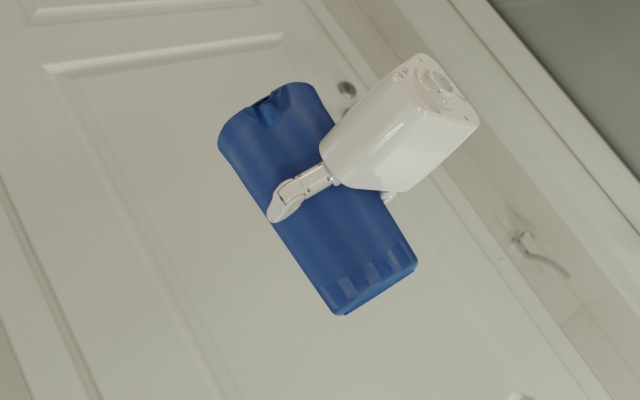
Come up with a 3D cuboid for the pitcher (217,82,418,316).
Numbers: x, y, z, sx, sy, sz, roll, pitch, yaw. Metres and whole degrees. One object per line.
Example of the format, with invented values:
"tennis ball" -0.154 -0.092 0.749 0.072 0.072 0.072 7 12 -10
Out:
"pitcher" 0.000 0.002 0.544 0.149 0.242 0.145 -17 -21 -48
